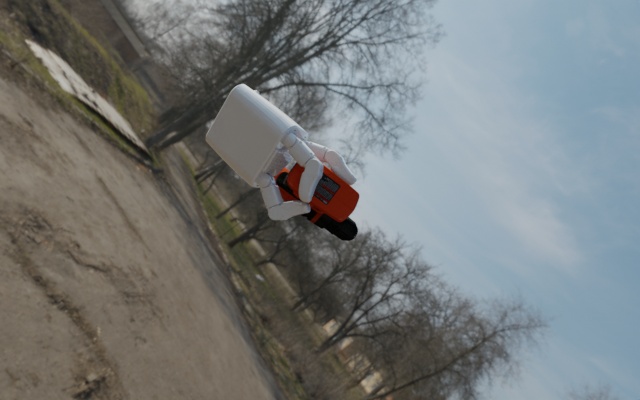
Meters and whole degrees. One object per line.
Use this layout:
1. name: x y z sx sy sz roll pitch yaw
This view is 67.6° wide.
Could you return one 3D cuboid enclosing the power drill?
1. power drill: 0.000 0.002 0.761 0.184 0.057 0.187 35 -12 -6
